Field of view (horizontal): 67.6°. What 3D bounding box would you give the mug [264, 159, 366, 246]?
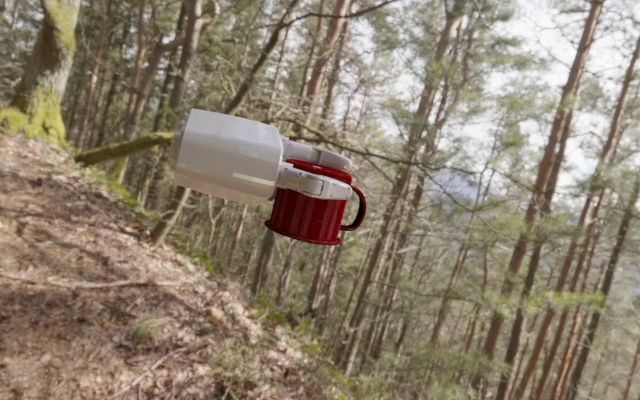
[{"bbox_3d":[0.002,0.002,0.561,0.117,0.081,0.093,12,8,-16],"label":"mug"}]
